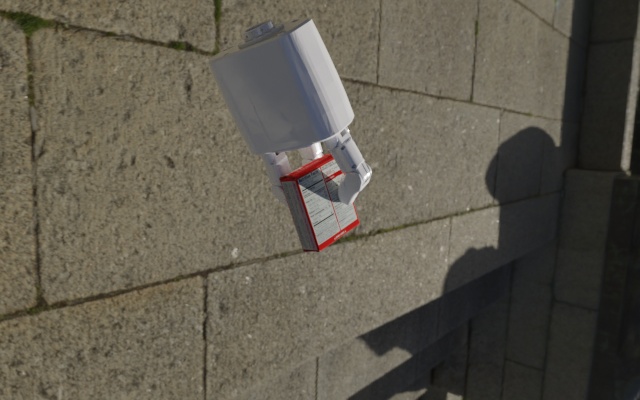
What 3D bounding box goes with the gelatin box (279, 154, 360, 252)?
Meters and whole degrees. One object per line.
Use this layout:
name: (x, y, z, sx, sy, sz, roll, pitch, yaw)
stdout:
gelatin box: (0.001, 0.002, 0.529, 0.030, 0.089, 0.073, -3, 21, 46)
